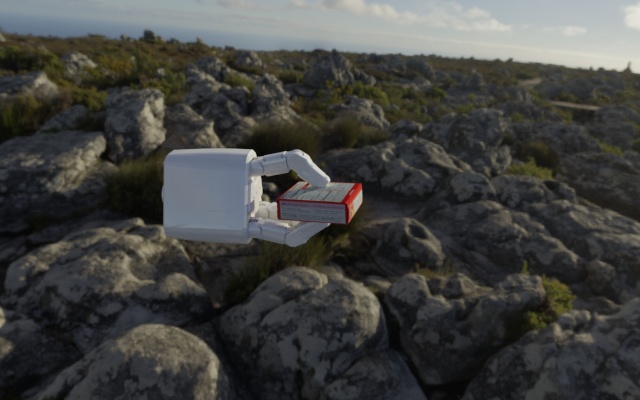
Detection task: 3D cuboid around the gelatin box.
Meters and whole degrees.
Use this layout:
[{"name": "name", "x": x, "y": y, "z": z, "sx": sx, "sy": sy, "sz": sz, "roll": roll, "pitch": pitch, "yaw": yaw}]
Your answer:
[{"name": "gelatin box", "x": 0.000, "y": 0.001, "z": 0.582, "sx": 0.089, "sy": 0.030, "sz": 0.073, "roll": 2, "pitch": 20, "yaw": 18}]
